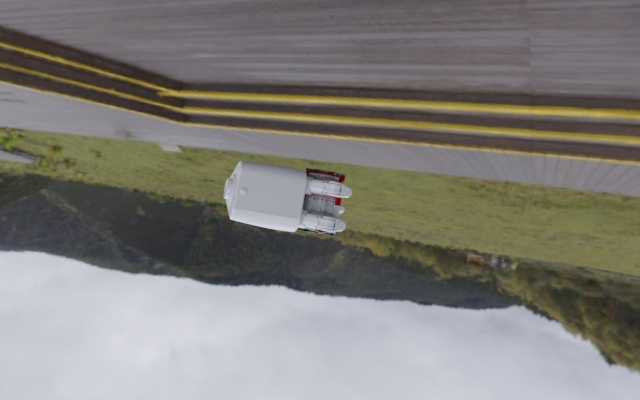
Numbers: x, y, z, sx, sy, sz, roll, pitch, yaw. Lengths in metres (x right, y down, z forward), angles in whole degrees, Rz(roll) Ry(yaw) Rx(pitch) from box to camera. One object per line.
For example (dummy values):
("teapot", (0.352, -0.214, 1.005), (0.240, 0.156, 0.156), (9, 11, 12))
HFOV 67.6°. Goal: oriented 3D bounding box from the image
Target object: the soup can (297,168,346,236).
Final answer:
("soup can", (0.000, 0.003, 0.790), (0.068, 0.102, 0.068), (10, -1, 0))
